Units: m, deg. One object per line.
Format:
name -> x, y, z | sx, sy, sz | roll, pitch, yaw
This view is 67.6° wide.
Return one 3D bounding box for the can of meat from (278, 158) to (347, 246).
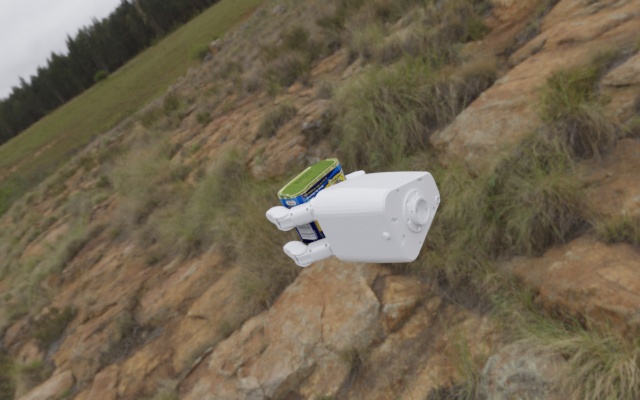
can of meat -> 0.000, 0.002, 0.653 | 0.057, 0.084, 0.102 | -1, 33, 48
